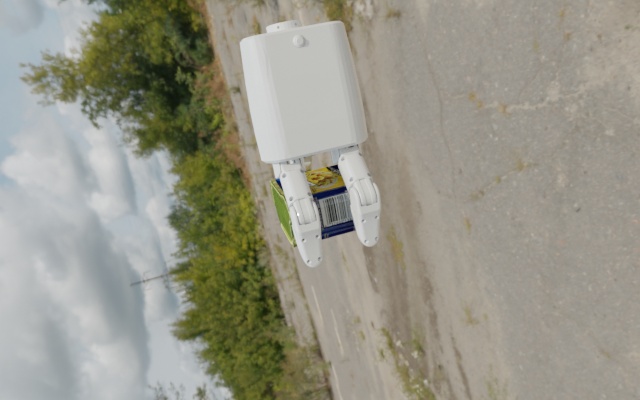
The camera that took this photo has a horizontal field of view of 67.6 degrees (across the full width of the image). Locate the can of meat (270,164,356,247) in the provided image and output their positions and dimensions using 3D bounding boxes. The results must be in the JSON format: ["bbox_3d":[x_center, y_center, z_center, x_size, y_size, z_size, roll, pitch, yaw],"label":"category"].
[{"bbox_3d":[0.000,0.002,0.479,0.084,0.057,0.102,-14,18,-11],"label":"can of meat"}]
